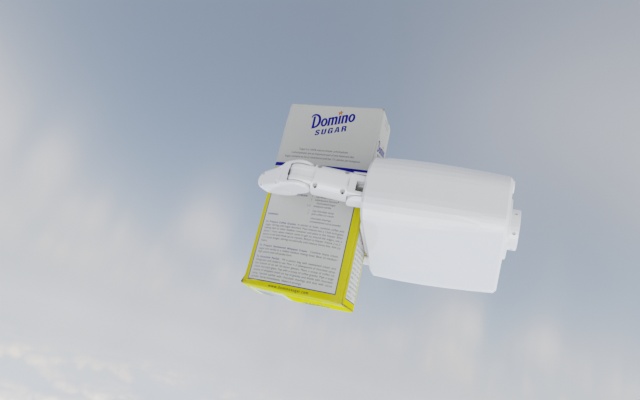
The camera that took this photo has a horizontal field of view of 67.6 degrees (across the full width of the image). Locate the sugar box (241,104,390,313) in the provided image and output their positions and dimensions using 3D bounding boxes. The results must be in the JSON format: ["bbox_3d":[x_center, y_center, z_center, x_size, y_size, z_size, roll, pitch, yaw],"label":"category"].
[{"bbox_3d":[0.000,0.002,0.425,0.093,0.176,0.048,8,-21,20],"label":"sugar box"}]
